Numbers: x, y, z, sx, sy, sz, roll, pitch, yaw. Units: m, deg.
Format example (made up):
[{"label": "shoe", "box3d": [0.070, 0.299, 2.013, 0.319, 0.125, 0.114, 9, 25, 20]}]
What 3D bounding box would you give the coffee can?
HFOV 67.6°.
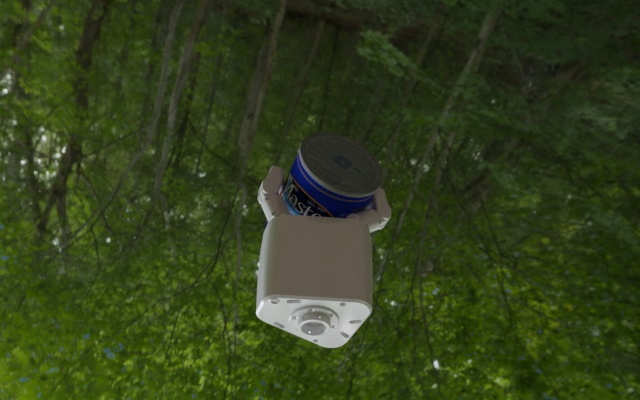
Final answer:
[{"label": "coffee can", "box3d": [0.000, 0.002, 0.588, 0.103, 0.102, 0.140, 0, -42, -30]}]
